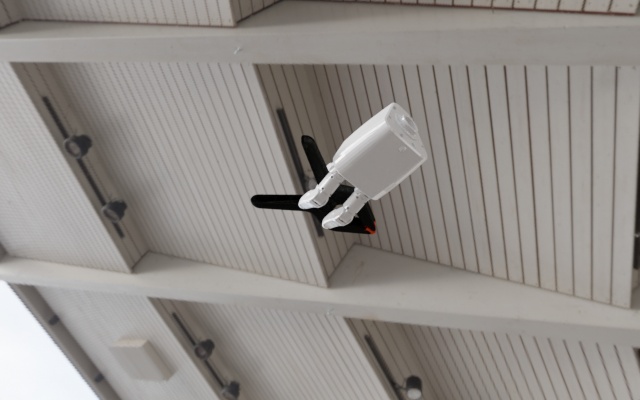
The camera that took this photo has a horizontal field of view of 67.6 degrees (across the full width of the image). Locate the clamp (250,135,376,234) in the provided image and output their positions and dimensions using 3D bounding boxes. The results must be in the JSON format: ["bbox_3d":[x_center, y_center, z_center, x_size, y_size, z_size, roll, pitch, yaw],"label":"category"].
[{"bbox_3d":[0.001,0.002,0.788,0.210,0.036,0.165,36,-55,-23],"label":"clamp"}]
